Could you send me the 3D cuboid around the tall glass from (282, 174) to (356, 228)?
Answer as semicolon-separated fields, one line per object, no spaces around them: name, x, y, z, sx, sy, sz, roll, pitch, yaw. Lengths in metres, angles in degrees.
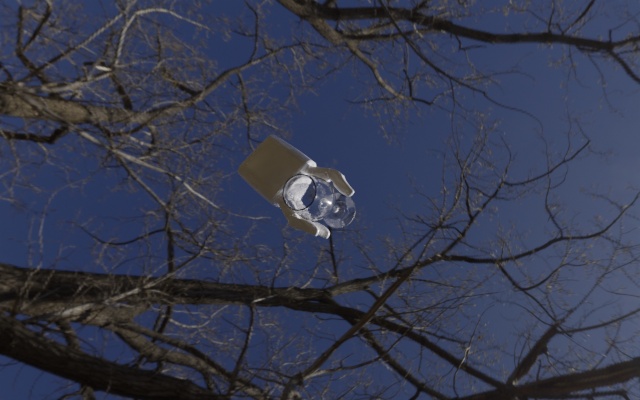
tall glass;0.001;0.003;0.878;0.079;0.079;0.201;0;-10;21
